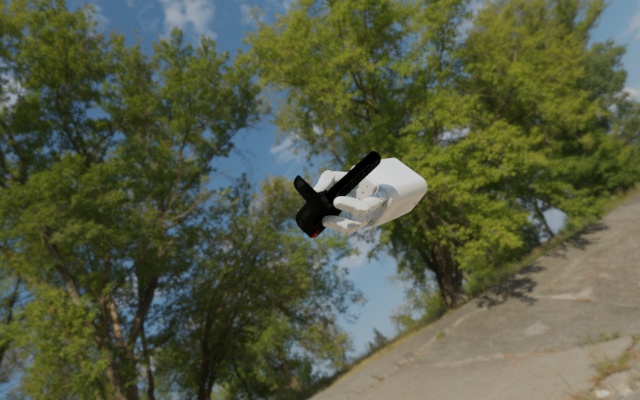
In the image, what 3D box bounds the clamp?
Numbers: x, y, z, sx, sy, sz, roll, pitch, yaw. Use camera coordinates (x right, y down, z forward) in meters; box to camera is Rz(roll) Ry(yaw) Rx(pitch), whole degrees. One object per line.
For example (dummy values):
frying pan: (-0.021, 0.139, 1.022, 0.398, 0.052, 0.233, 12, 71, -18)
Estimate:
clamp: (0.000, 0.002, 0.816, 0.164, 0.036, 0.210, -15, -29, -35)
